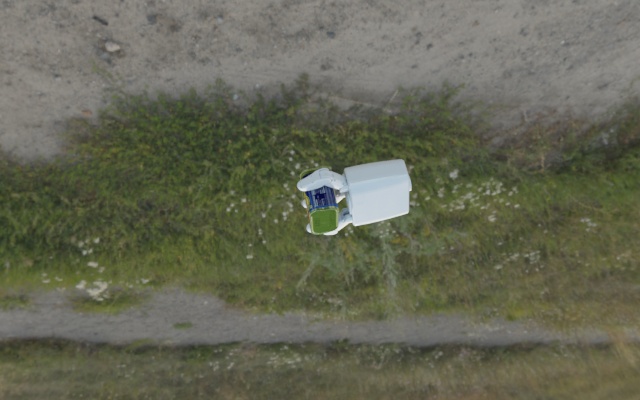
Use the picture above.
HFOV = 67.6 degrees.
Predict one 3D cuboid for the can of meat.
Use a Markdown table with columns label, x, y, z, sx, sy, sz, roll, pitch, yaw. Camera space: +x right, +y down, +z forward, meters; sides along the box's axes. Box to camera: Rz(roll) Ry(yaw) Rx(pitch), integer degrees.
| label | x | y | z | sx | sy | sz | roll | pitch | yaw |
| --- | --- | --- | --- | --- | --- | --- | --- | --- | --- |
| can of meat | 0.000 | 0.003 | 0.855 | 0.057 | 0.084 | 0.102 | -10 | -28 | -3 |
